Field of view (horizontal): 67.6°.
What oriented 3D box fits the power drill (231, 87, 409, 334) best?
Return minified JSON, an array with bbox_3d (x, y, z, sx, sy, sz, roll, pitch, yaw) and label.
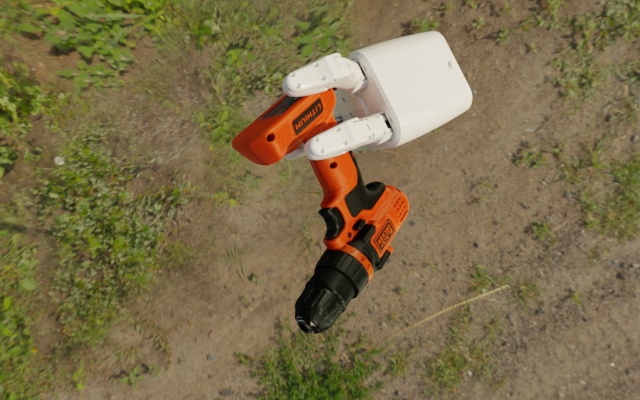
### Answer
[{"bbox_3d":[0.000,0.001,0.442,0.057,0.188,0.184,-5,35,42],"label":"power drill"}]
